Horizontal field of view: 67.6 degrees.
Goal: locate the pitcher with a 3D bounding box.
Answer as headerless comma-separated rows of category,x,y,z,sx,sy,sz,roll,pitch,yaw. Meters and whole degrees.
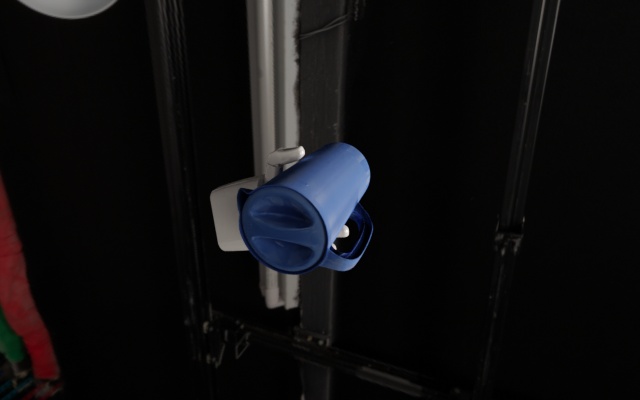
pitcher,0.000,0.002,0.724,0.145,0.149,0.242,-10,19,28
